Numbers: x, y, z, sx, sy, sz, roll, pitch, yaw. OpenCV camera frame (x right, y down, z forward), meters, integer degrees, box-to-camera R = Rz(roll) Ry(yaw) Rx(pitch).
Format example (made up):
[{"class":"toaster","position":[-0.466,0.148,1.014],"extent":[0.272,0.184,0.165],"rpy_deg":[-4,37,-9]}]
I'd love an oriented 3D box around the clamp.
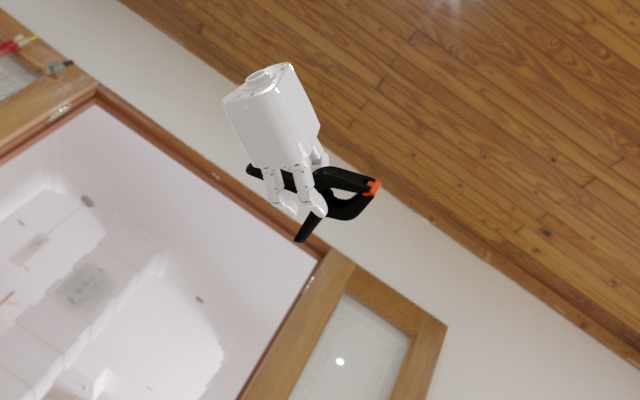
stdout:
[{"class":"clamp","position":[0.001,0.002,0.728],"extent":[0.210,0.165,0.036],"rpy_deg":[-2,40,34]}]
